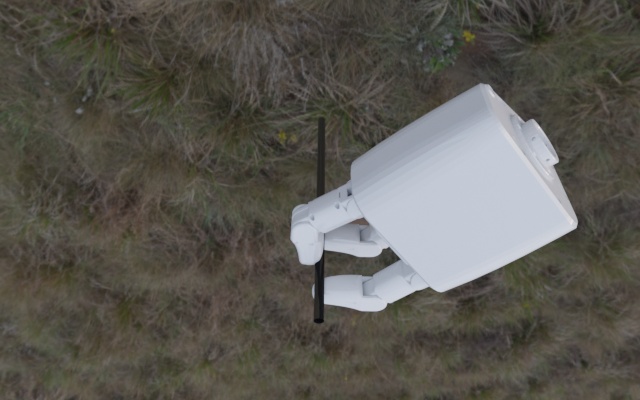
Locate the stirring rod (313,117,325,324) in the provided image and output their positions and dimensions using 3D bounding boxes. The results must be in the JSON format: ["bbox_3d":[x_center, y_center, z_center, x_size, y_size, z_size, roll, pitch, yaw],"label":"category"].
[{"bbox_3d":[0.000,0.001,0.438,0.011,0.239,0.011,0,-42,0],"label":"stirring rod"}]
